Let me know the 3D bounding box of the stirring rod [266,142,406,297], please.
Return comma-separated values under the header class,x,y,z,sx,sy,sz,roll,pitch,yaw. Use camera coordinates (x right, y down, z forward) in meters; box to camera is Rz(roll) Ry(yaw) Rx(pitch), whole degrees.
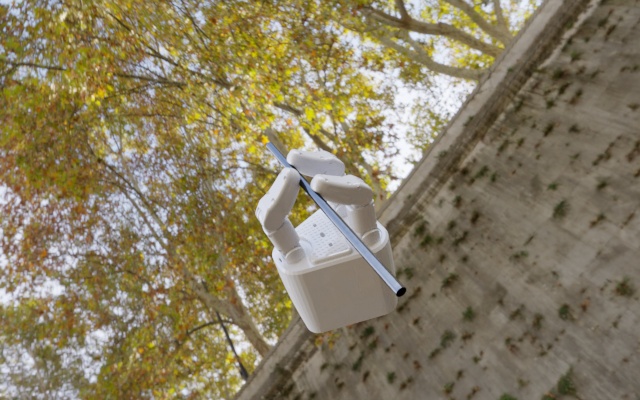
class,x,y,z,sx,sy,sz,roll,pitch,yaw
stirring rod,0.000,0.001,0.401,0.011,0.011,0.239,0,29,-30
